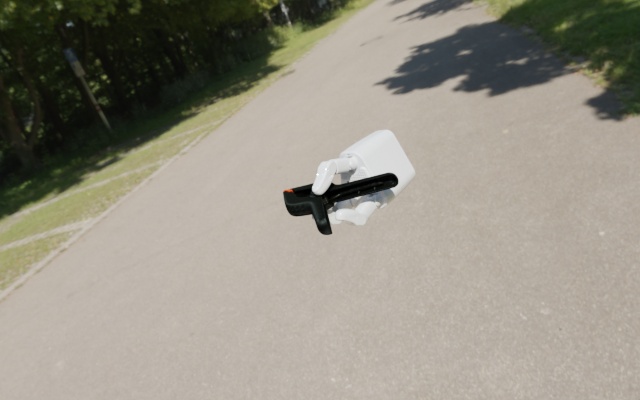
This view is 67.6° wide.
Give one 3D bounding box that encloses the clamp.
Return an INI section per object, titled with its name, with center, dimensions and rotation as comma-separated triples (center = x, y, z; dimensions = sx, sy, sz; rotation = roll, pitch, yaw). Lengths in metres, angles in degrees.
[clamp]
center = 0.000, 0.002, 0.768
dimensions = 0.210, 0.036, 0.164
rotation = 0, 28, 46
